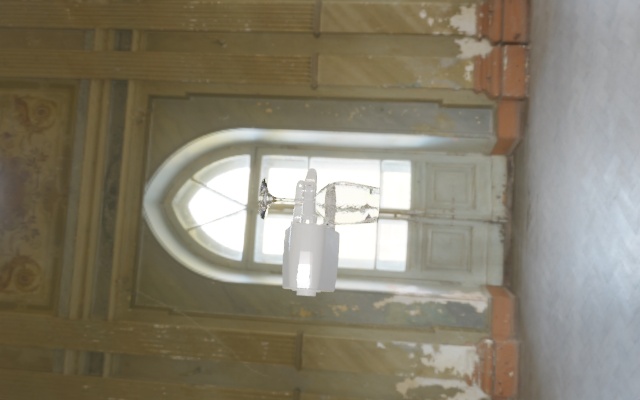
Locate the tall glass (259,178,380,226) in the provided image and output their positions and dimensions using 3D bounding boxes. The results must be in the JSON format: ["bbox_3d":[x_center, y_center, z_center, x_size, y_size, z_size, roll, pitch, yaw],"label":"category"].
[{"bbox_3d":[-0.001,0.002,0.821,0.201,0.079,0.079,3,0,5],"label":"tall glass"}]
